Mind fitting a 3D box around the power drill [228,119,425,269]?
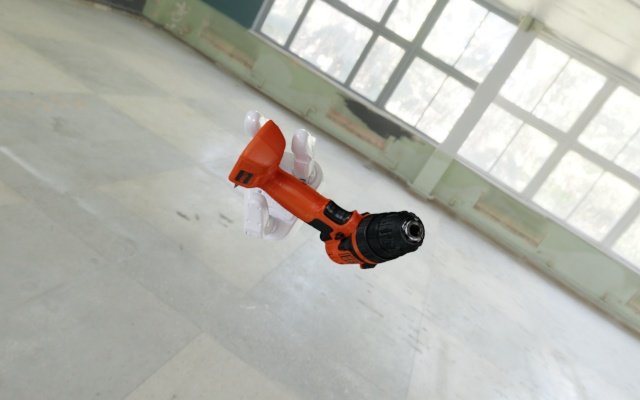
[{"bbox_3d":[0.000,0.001,0.494,0.187,0.057,0.184,39,-22,-9],"label":"power drill"}]
